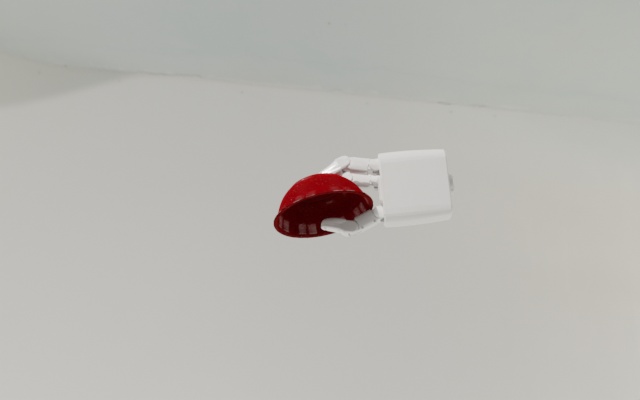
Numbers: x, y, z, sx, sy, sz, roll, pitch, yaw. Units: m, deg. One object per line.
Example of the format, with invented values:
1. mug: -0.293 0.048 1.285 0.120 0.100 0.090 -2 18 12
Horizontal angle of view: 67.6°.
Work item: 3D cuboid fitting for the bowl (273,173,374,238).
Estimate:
1. bowl: -0.001 0.002 0.765 0.162 0.055 0.162 -11 -26 -6
